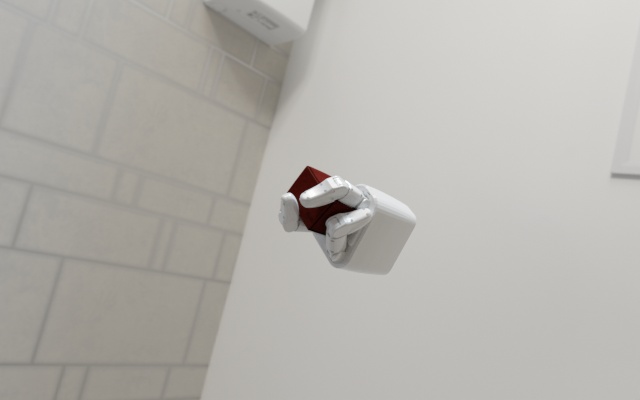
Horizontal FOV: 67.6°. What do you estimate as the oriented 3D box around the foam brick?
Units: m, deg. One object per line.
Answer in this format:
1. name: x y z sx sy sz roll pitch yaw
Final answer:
1. foam brick: 0.000 0.002 0.639 0.051 0.053 0.078 19 29 -45
